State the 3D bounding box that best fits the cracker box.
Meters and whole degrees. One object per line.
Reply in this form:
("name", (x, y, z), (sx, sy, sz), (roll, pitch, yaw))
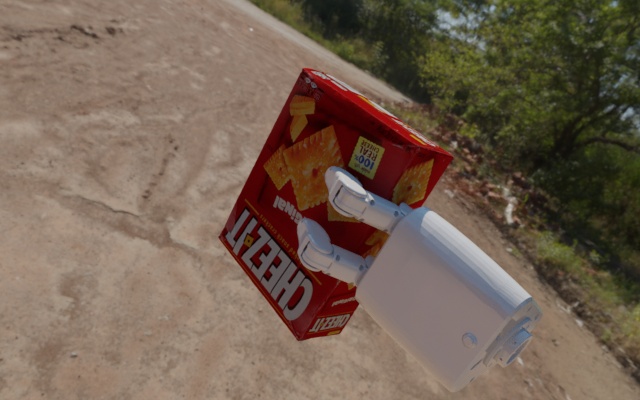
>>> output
("cracker box", (0.000, 0.001, 0.471), (0.072, 0.214, 0.164), (7, 29, -48))
